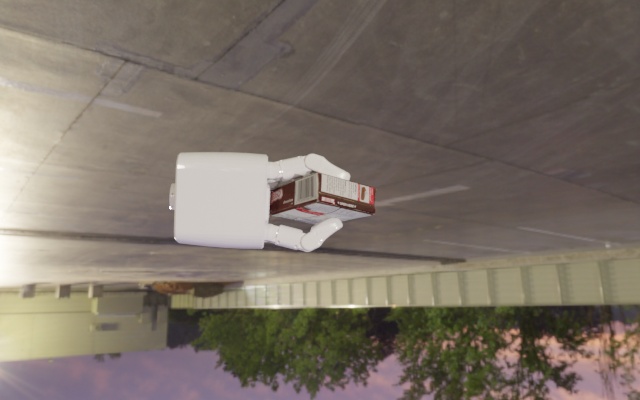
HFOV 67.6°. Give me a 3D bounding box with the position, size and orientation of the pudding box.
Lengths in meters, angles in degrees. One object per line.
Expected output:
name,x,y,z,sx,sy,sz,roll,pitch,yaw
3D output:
pudding box,0.000,0.002,0.599,0.090,0.039,0.113,12,-15,-34
